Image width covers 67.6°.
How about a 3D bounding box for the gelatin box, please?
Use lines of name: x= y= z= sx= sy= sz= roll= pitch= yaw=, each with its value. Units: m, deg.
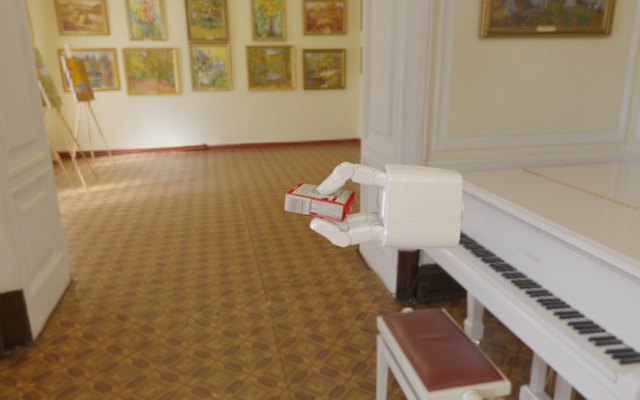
gelatin box: x=0.000 y=0.002 z=0.692 sx=0.089 sy=0.030 sz=0.073 roll=11 pitch=16 yaw=11
